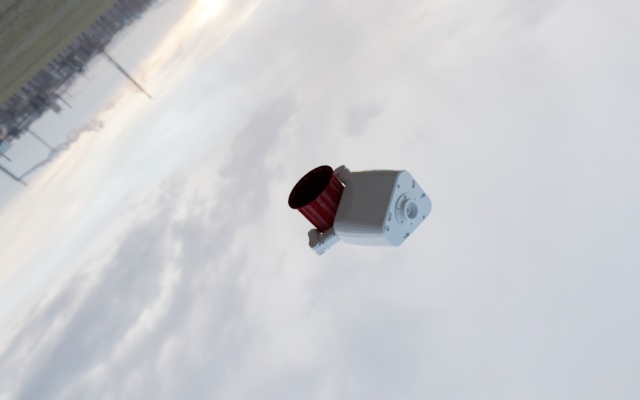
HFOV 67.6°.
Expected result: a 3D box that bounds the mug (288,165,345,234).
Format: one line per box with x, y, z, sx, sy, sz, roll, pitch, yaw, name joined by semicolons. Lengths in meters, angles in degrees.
-0.001;0.003;0.792;0.081;0.093;0.117;46;-25;-28;mug
